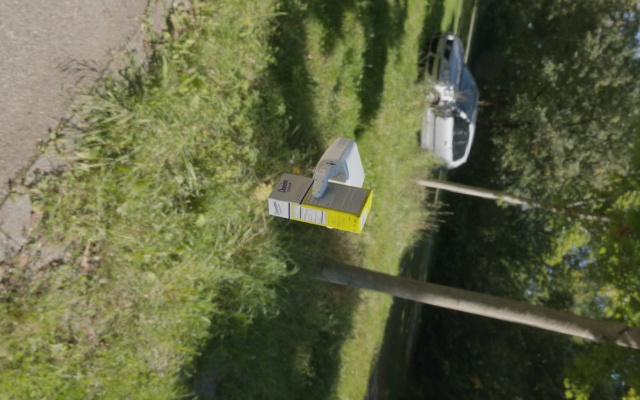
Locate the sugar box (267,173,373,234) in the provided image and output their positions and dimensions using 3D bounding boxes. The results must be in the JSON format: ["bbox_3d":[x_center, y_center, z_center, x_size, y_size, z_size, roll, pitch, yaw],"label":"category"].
[{"bbox_3d":[0.000,0.003,0.887,0.176,0.048,0.093,10,35,15],"label":"sugar box"}]
